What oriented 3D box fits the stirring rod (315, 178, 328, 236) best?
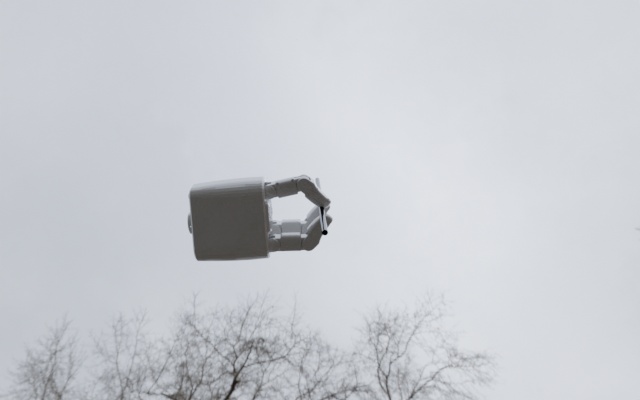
[{"bbox_3d":[0.000,0.002,0.718,0.011,0.011,0.239,0,19,-3],"label":"stirring rod"}]
